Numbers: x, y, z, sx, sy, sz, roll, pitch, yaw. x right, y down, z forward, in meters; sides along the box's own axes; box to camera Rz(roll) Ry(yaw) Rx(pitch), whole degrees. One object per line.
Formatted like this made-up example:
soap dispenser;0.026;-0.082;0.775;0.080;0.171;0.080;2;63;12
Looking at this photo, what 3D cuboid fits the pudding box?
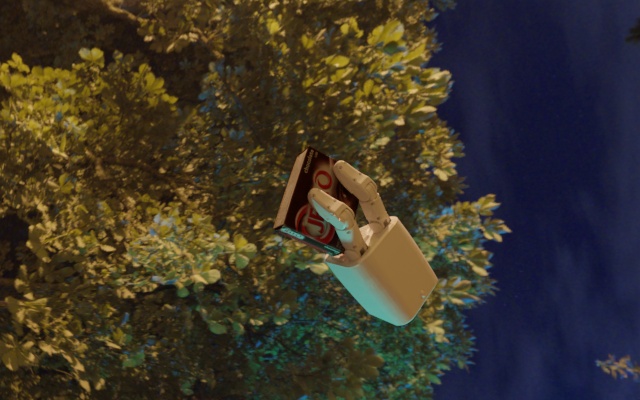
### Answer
pudding box;0.000;0.002;0.598;0.090;0.113;0.039;26;-26;-24
